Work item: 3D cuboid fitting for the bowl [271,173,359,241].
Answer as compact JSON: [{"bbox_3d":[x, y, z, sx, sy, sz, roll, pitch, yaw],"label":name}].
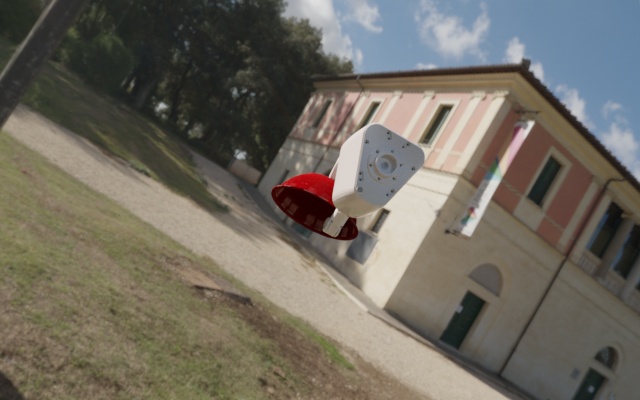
[{"bbox_3d":[0.000,0.002,0.806,0.162,0.055,0.162,24,-23,11],"label":"bowl"}]
